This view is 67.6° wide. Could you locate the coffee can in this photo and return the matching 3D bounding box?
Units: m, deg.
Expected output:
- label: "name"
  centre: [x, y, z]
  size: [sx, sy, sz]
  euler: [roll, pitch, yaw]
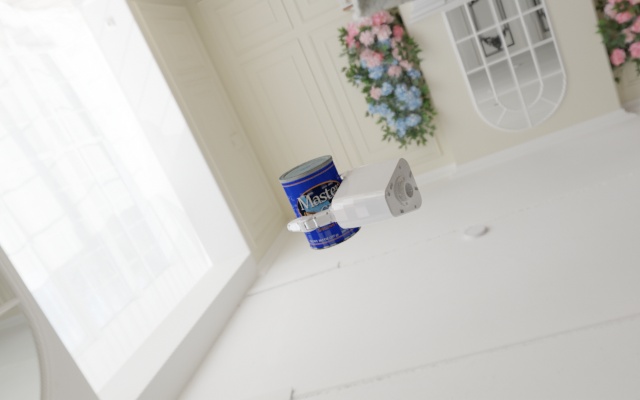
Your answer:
- label: "coffee can"
  centre: [0.000, 0.003, 0.859]
  size: [0.103, 0.140, 0.102]
  euler: [-23, 14, 6]
